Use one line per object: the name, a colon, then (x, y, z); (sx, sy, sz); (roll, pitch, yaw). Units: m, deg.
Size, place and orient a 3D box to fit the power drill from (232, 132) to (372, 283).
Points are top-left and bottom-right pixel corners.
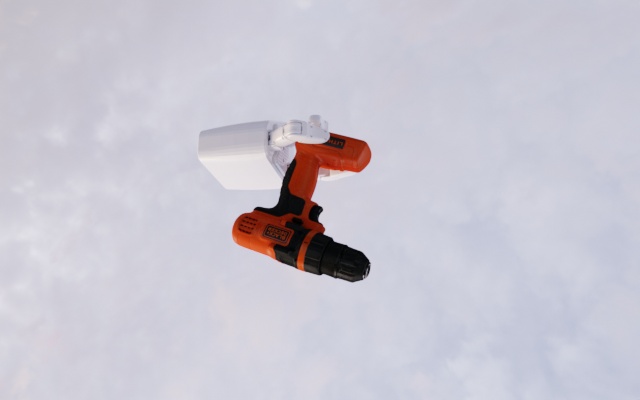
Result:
power drill: (0.000, 0.002, 0.616); (0.184, 0.187, 0.057); (17, -26, 17)
